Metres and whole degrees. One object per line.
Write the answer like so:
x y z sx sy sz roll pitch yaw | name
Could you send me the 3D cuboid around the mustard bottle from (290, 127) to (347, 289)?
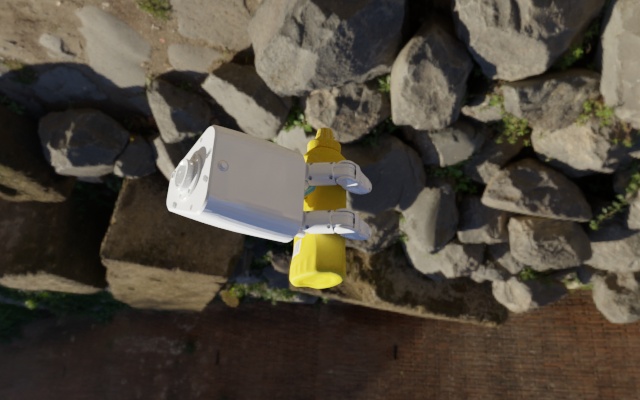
0.000 0.002 0.563 0.058 0.191 0.096 8 -21 -13 | mustard bottle
